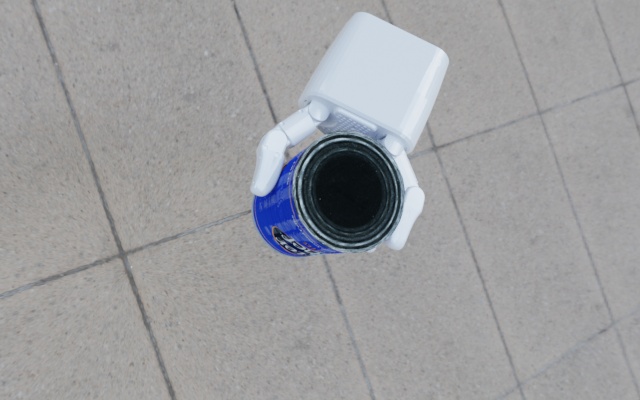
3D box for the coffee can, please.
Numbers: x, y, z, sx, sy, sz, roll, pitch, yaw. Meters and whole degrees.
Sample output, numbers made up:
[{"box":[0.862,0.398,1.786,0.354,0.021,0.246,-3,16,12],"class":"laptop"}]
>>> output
[{"box":[0.000,0.002,0.456,0.103,0.103,0.140,0,-8,-22],"class":"coffee can"}]
